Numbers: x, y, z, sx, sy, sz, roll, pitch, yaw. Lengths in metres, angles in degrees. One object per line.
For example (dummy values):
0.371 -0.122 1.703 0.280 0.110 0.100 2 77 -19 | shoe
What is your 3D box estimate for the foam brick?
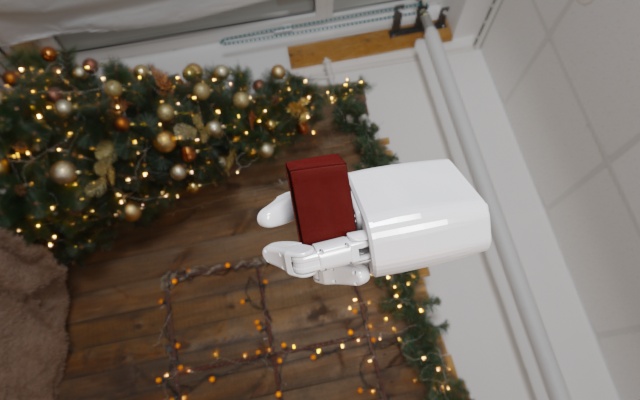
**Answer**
0.000 0.001 0.430 0.051 0.078 0.053 -11 16 -3 | foam brick
